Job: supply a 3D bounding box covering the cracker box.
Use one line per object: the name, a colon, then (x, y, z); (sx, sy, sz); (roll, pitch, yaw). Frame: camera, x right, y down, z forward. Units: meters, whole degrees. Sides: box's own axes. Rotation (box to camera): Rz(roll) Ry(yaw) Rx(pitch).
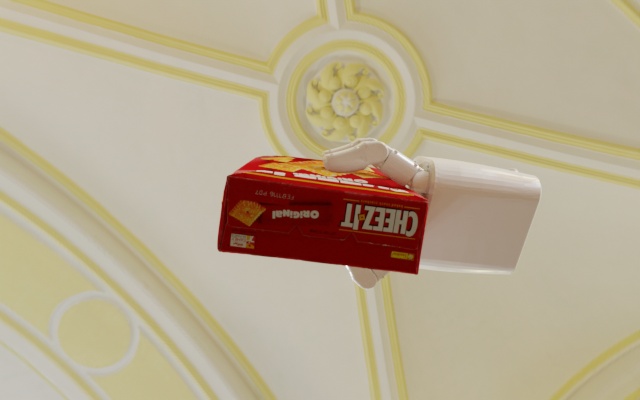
cracker box: (0.000, 0.002, 0.478); (0.164, 0.072, 0.213); (7, 9, -3)
